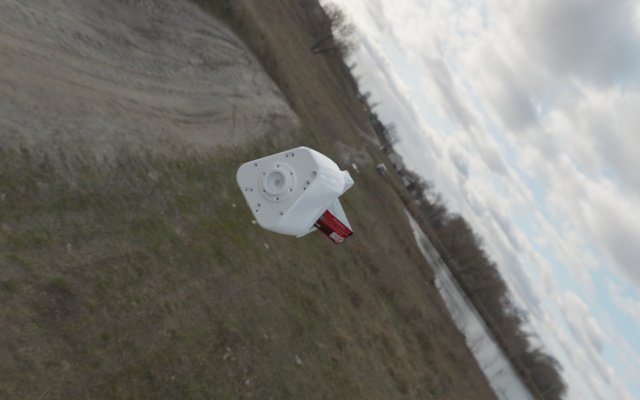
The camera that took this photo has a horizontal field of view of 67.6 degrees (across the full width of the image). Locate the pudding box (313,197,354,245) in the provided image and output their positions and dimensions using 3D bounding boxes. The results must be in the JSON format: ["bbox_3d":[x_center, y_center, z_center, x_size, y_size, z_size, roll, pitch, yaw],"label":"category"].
[{"bbox_3d":[0.000,0.002,0.742,0.039,0.113,0.090,-32,-42,13],"label":"pudding box"}]
